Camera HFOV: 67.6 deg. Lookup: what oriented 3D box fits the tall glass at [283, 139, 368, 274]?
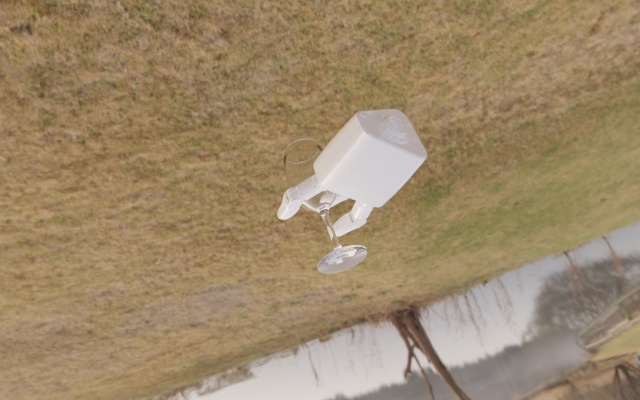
[{"bbox_3d":[0.000,0.003,0.709,0.079,0.201,0.079,-16,-31,-10],"label":"tall glass"}]
